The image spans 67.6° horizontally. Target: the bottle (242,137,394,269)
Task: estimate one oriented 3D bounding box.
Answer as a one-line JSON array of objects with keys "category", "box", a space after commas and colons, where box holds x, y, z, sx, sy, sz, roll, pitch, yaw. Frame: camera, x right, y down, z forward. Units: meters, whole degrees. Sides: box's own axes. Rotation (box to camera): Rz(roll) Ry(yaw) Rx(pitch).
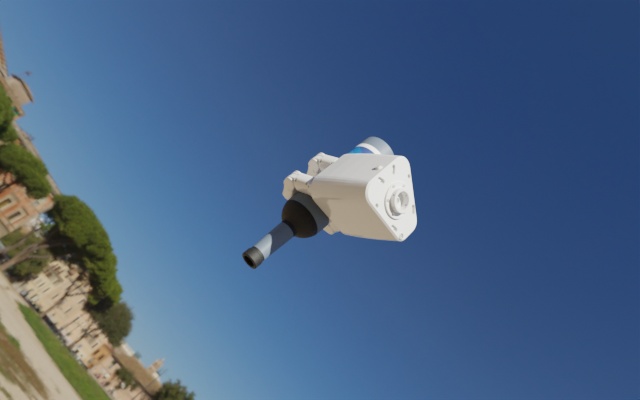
[{"category": "bottle", "box": [0.000, 0.002, 0.722, 0.295, 0.069, 0.069, -39, 23, -31]}]
